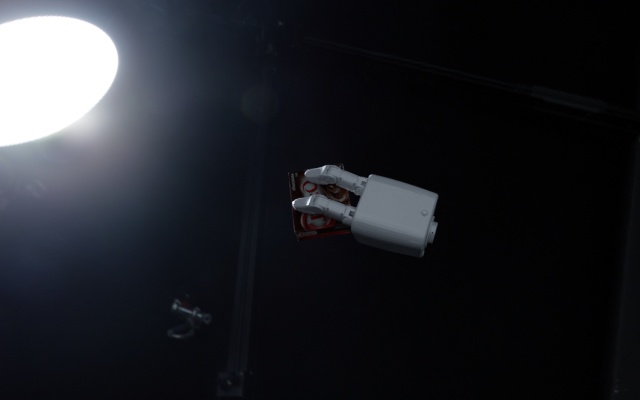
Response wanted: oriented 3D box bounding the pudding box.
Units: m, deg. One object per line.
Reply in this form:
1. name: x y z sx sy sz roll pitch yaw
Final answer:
1. pudding box: 0.000 0.003 0.754 0.090 0.113 0.039 -9 -33 1
